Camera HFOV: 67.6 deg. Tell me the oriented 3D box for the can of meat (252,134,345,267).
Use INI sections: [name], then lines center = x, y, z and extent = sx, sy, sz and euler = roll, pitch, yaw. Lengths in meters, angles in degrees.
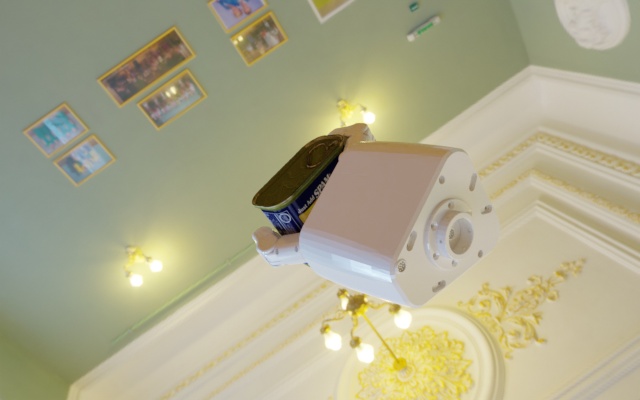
[can of meat]
center = 0.000, 0.002, 0.454
extent = 0.102, 0.084, 0.057
euler = -48, 29, -25
